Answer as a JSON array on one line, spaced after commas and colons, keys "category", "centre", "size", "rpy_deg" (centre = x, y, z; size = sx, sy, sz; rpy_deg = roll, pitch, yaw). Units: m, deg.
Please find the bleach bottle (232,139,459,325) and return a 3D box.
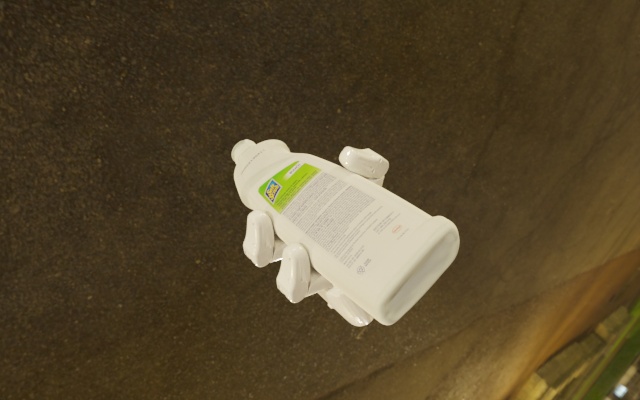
[{"category": "bleach bottle", "centre": [0.000, 0.002, 0.456], "size": [0.250, 0.102, 0.068], "rpy_deg": [38, -14, 36]}]
